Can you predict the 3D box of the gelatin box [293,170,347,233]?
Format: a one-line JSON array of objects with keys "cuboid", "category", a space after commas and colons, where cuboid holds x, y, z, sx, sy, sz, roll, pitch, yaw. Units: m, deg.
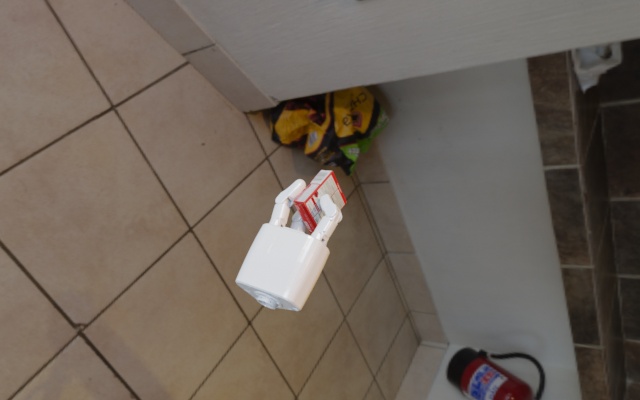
[{"cuboid": [0.001, 0.003, 0.820, 0.030, 0.073, 0.089, 9, 47, 42], "category": "gelatin box"}]
